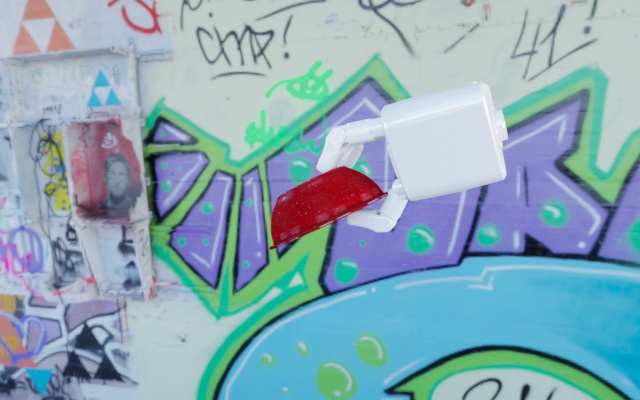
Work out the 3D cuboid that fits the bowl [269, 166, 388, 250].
[{"bbox_3d":[-0.001,0.002,0.581,0.162,0.055,0.162,-26,-1,-1],"label":"bowl"}]
